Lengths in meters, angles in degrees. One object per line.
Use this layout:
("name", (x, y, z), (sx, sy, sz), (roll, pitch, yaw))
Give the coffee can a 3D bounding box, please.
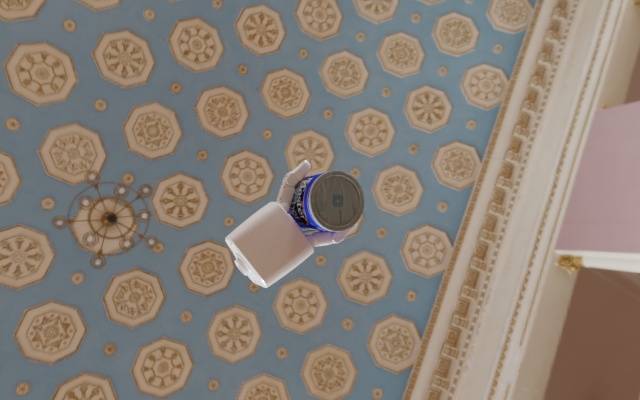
("coffee can", (0.000, 0.003, 0.857), (0.103, 0.103, 0.140), (0, -2, -25))
